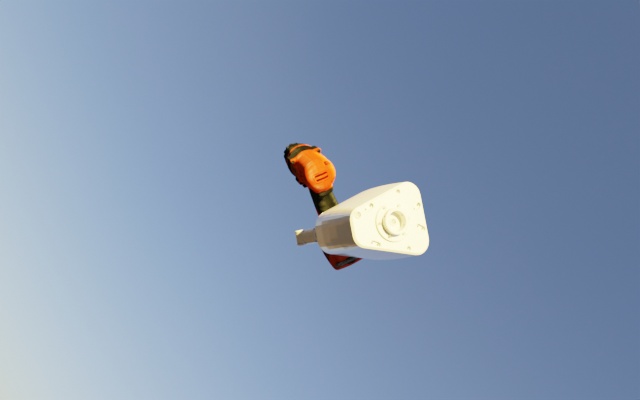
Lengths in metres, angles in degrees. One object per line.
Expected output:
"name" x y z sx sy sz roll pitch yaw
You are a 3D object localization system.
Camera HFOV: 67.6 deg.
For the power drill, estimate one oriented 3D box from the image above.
"power drill" 0.000 0.003 0.748 0.057 0.188 0.184 -25 20 -6
